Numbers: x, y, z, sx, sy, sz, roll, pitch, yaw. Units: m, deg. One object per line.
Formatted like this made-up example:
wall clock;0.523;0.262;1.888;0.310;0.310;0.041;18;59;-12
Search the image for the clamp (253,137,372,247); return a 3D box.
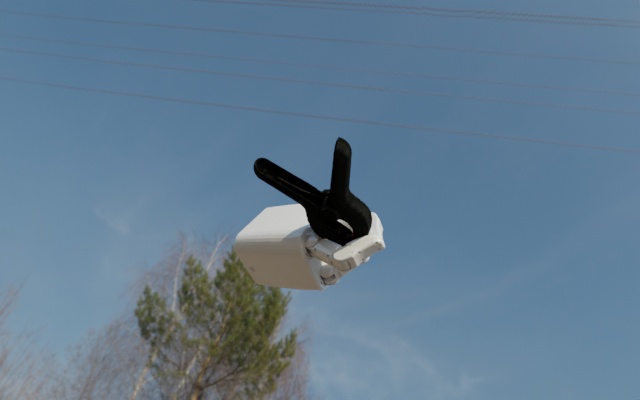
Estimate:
clamp;0.000;0.001;0.555;0.120;0.172;0.039;1;44;30
